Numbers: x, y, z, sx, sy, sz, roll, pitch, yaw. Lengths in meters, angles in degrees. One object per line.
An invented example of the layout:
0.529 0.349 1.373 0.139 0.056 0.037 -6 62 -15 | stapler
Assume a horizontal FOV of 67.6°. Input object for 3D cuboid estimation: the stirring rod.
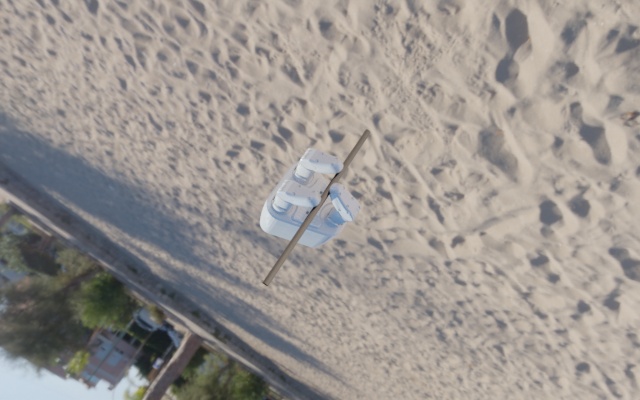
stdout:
0.000 0.002 0.582 0.011 0.239 0.011 29 -22 13 | stirring rod
